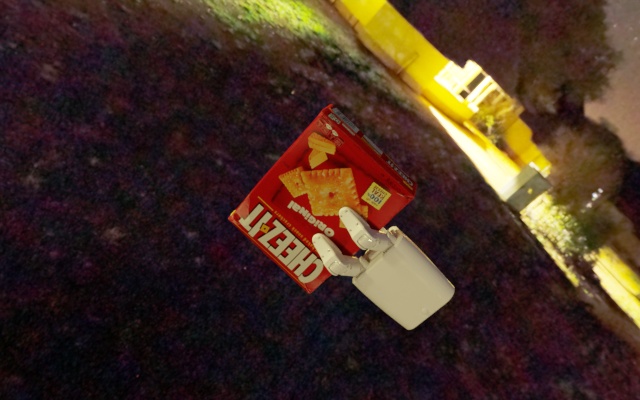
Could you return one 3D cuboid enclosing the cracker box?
[{"bbox_3d":[0.000,0.002,0.664,0.214,0.164,0.072,-46,2,23],"label":"cracker box"}]
